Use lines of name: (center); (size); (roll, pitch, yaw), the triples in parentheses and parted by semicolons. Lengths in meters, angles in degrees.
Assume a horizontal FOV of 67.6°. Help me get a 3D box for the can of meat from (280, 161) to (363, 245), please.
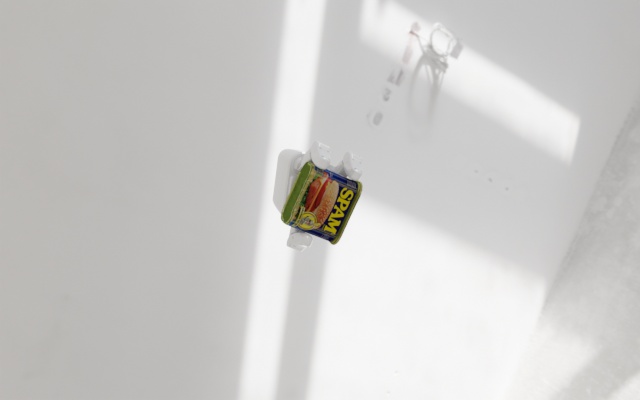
can of meat: (0.000, 0.002, 0.695); (0.084, 0.102, 0.057); (23, 6, -20)
